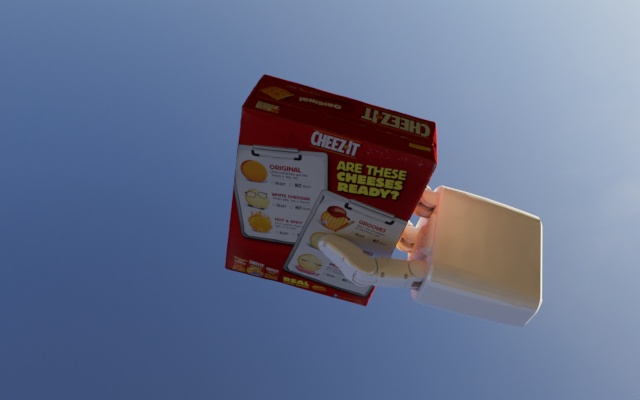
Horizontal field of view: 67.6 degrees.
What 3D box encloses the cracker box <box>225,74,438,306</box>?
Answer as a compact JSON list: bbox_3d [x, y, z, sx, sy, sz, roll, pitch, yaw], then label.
[{"bbox_3d":[0.000,0.002,0.471,0.164,0.214,0.072,15,43,-1],"label":"cracker box"}]
